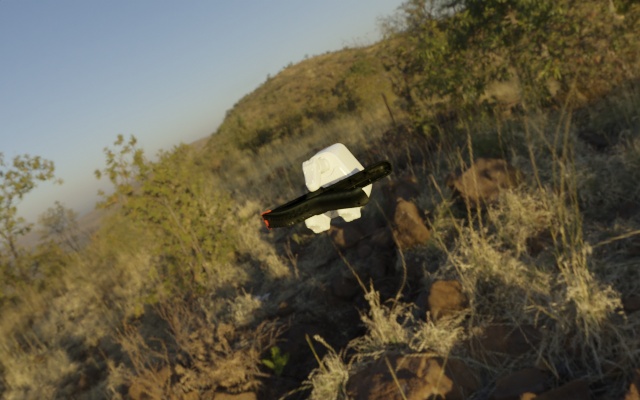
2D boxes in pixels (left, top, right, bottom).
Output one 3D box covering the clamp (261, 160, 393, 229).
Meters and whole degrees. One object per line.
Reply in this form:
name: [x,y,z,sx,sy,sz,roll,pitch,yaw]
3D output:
clamp: [-0.001,0.002,0.700,0.210,0.036,0.164,-22,9,19]
